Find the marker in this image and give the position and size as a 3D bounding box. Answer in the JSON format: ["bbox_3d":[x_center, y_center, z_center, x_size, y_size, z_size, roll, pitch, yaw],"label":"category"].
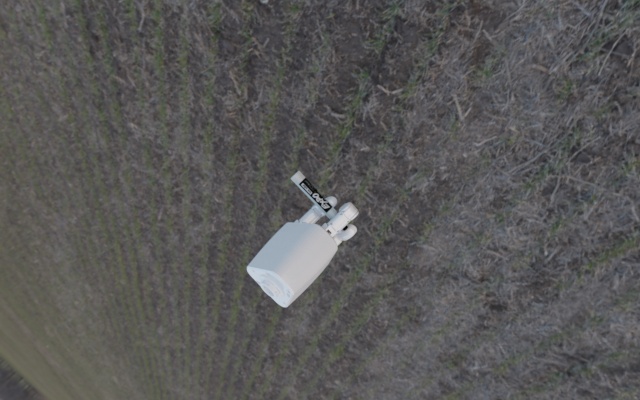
[{"bbox_3d":[0.000,0.002,0.765,0.020,0.121,0.020,-43,6,5],"label":"marker"}]
